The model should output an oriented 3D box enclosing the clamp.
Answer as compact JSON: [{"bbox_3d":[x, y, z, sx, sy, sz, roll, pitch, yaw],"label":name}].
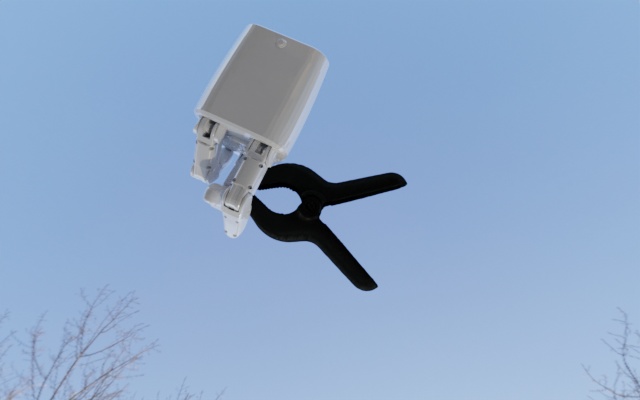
[{"bbox_3d":[0.000,0.002,0.474,0.171,0.120,0.039,26,-18,2],"label":"clamp"}]
